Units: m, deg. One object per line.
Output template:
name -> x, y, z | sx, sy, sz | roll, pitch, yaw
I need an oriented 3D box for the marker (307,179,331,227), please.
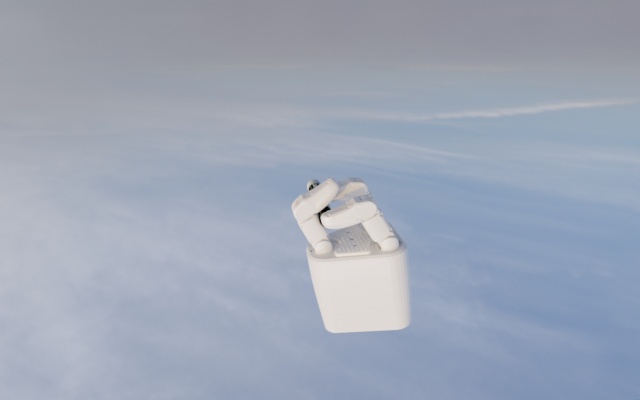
marker -> 0.000, 0.002, 0.576 | 0.020, 0.020, 0.121 | 0, 21, -9
